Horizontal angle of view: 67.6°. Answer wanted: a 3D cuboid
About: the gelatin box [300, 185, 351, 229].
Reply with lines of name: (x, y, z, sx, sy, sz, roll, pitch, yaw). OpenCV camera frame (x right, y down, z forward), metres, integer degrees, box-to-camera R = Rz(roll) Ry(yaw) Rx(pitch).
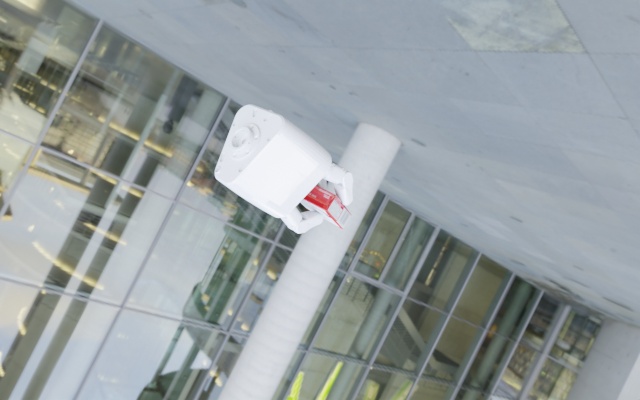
gelatin box: (0.000, 0.003, 0.715, 0.073, 0.030, 0.089, 29, -9, 27)
